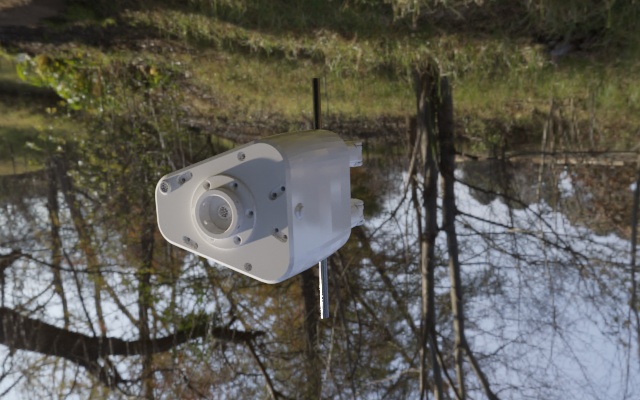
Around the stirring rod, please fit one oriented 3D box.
[{"bbox_3d":[0.000,0.001,0.476,0.011,0.239,0.011,-2,9,0],"label":"stirring rod"}]
